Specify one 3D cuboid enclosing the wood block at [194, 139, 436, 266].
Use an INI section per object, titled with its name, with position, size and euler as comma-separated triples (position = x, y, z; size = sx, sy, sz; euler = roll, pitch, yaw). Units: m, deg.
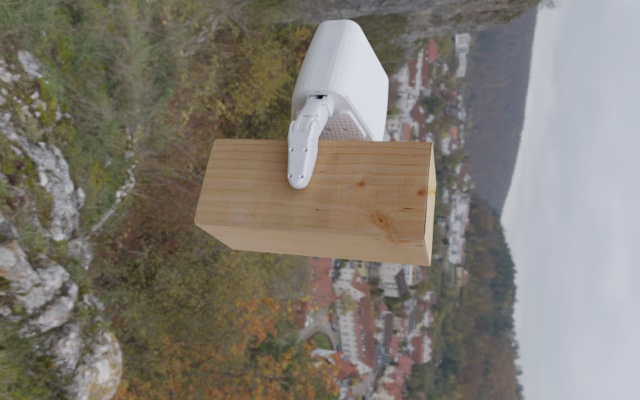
[wood block]
position = 0.000, 0.001, 0.454
size = 0.206, 0.090, 0.091
euler = 3, -22, 17
